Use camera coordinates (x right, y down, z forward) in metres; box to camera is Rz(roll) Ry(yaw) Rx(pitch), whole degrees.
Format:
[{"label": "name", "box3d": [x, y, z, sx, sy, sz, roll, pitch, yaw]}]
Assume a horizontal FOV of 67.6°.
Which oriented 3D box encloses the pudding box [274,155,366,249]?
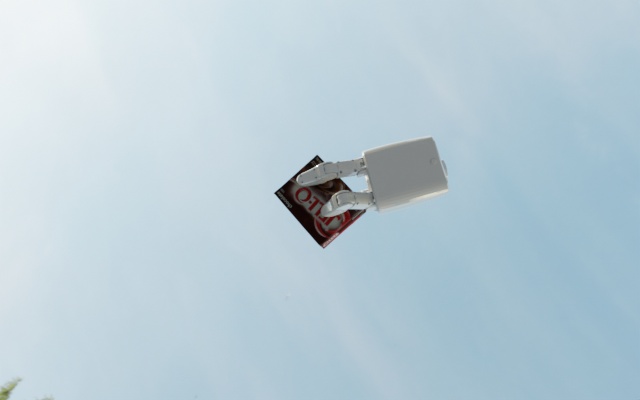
[{"label": "pudding box", "box3d": [0.000, 0.002, 0.718, 0.090, 0.113, 0.039, -42, -19, -3]}]
